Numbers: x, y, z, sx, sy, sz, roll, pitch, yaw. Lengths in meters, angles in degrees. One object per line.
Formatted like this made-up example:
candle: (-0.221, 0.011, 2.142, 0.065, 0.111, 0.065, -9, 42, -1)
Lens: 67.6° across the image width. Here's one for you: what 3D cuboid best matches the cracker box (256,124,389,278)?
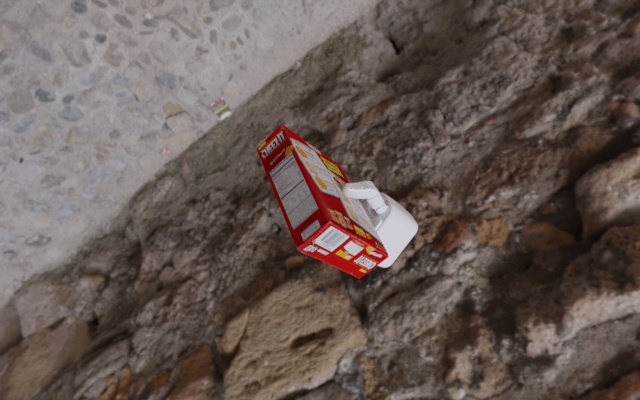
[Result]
cracker box: (0.000, 0.002, 0.745, 0.072, 0.213, 0.164, -40, -40, 17)
